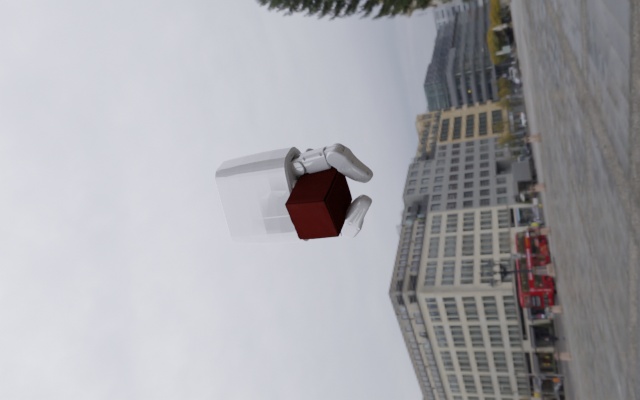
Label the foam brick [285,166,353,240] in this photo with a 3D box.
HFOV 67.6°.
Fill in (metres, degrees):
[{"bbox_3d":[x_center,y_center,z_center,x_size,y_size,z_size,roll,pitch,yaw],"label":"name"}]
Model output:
[{"bbox_3d":[0.000,0.002,0.561,0.051,0.053,0.078,-6,32,22],"label":"foam brick"}]
